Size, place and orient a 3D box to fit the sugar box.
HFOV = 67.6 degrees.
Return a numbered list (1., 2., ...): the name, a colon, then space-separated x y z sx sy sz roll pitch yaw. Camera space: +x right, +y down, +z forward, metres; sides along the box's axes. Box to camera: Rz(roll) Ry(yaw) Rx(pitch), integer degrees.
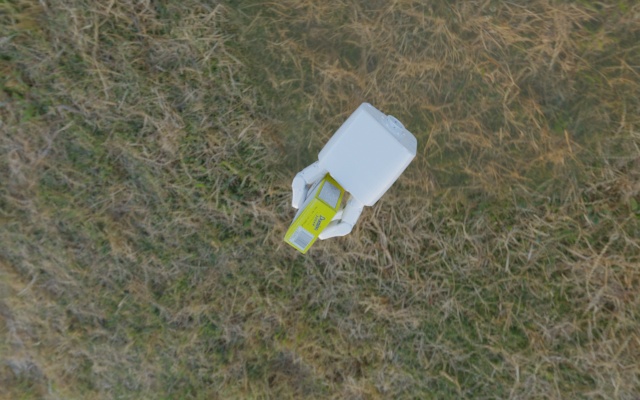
1. sugar box: 0.001 0.003 0.776 0.048 0.093 0.176 37 27 -4
